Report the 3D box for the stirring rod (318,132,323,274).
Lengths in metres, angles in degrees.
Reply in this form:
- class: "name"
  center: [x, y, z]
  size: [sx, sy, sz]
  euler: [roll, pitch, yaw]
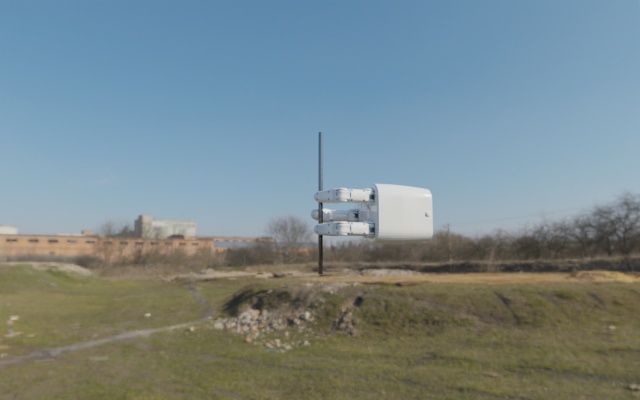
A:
- class: "stirring rod"
  center: [0.000, 0.003, 0.805]
  size: [0.011, 0.239, 0.011]
  euler: [0, -7, 0]
